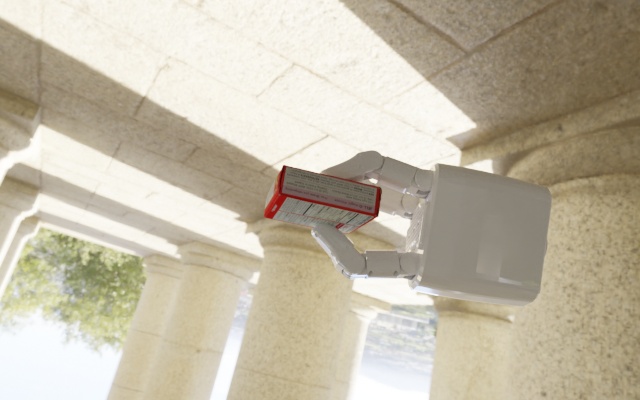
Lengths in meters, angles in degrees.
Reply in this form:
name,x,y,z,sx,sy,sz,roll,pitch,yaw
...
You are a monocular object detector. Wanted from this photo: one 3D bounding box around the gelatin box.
name,x,y,z,sx,sy,sz,roll,pitch,yaw
gelatin box,0.000,0.002,0.425,0.089,0.030,0.073,12,-19,-12
